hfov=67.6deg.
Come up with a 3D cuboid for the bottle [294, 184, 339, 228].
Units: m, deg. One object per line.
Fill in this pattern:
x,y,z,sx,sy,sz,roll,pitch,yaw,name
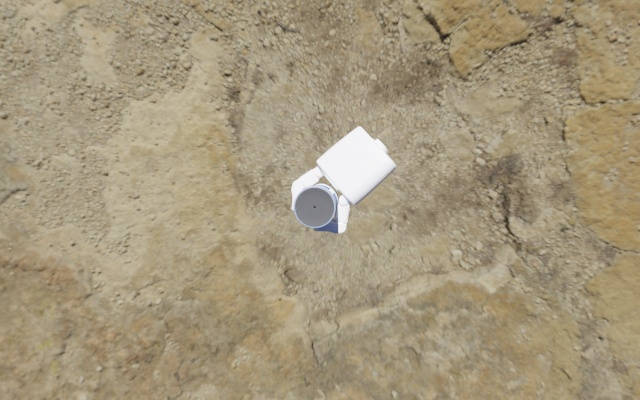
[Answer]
0.000,0.003,0.891,0.069,0.069,0.295,0,3,4,bottle
